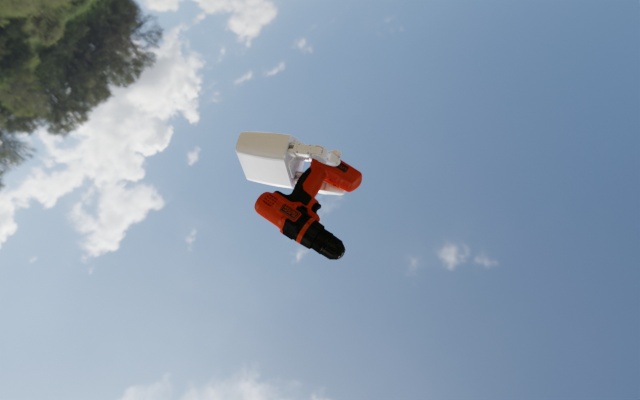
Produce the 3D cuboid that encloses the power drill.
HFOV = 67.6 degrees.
[{"bbox_3d":[0.000,0.002,0.883,0.184,0.187,0.057,33,-35,10],"label":"power drill"}]
